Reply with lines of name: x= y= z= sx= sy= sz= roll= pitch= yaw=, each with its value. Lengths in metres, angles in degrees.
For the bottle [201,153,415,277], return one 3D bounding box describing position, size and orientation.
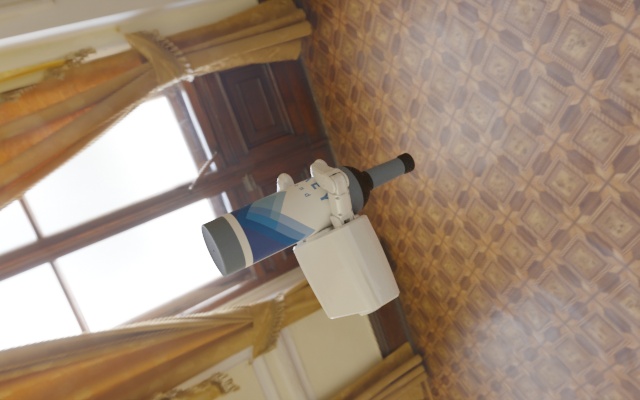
bottle: x=0.000 y=0.002 z=0.603 sx=0.295 sy=0.069 sz=0.069 roll=-24 pitch=10 yaw=-24
